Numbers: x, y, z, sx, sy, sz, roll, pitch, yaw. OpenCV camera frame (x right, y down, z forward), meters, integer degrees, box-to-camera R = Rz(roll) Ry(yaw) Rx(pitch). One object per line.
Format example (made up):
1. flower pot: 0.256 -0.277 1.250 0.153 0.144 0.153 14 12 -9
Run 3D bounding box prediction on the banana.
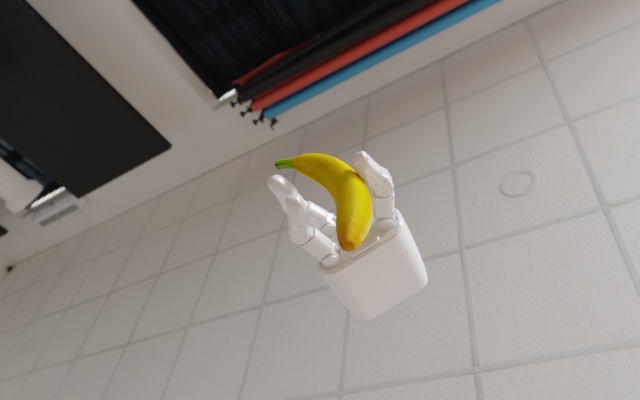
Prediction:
1. banana: 0.015 -0.009 0.517 0.069 0.037 0.197 -30 35 -9
